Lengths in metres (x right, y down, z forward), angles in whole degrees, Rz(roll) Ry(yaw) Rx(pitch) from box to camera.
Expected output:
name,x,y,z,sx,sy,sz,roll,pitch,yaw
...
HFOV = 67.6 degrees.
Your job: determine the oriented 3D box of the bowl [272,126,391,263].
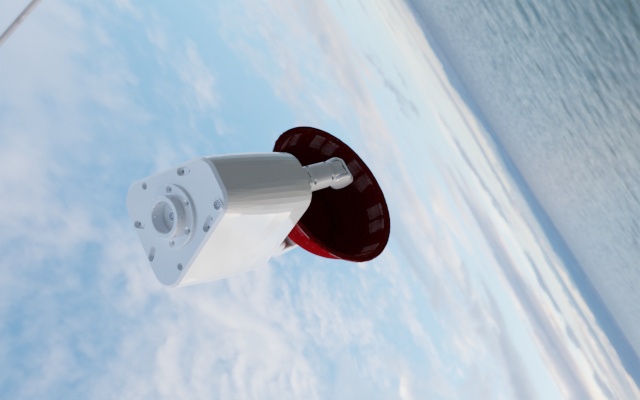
name,x,y,z,sx,sy,sz,roll,pitch,yaw
bowl,0.001,0.002,0.514,0.162,0.162,0.055,0,-28,-45
